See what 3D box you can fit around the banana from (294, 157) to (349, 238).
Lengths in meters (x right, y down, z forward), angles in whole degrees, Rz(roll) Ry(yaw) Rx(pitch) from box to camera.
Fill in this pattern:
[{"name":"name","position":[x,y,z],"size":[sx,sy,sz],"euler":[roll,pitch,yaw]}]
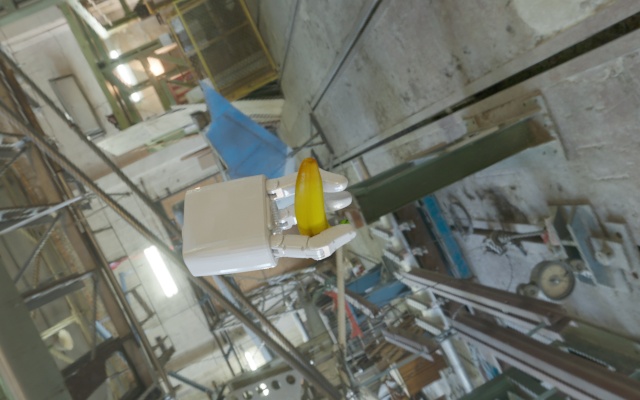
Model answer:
[{"name":"banana","position":[-0.003,0.020,0.587],"size":[0.037,0.069,0.198],"euler":[8,-21,16]}]
